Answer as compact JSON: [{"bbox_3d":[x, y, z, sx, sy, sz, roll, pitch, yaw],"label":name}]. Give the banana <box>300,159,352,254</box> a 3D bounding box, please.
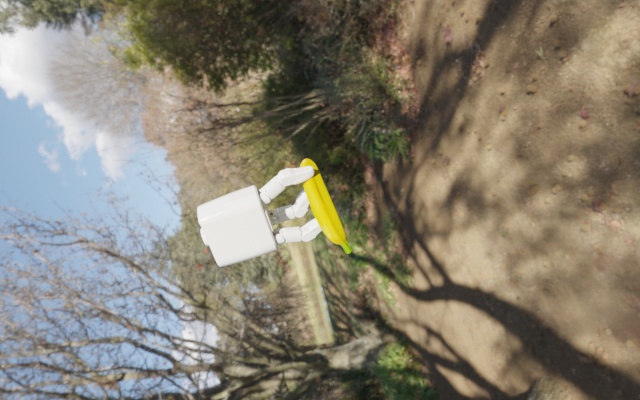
[{"bbox_3d":[-0.002,-0.002,0.807,0.037,0.197,0.070,-22,-26,-1],"label":"banana"}]
